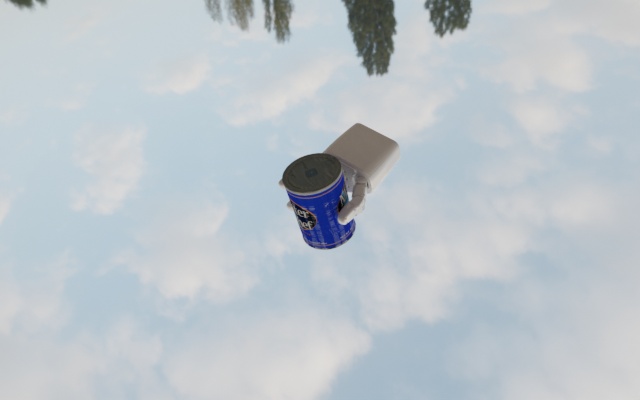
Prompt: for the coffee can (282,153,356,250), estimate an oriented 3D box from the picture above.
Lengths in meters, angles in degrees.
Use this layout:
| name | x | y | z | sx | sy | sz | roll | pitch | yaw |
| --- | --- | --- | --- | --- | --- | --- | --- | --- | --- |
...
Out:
| name | x | y | z | sx | sy | sz | roll | pitch | yaw |
| --- | --- | --- | --- | --- | --- | --- | --- | --- | --- |
| coffee can | 0.000 | 0.003 | 0.840 | 0.103 | 0.140 | 0.102 | -9 | 41 | 8 |
